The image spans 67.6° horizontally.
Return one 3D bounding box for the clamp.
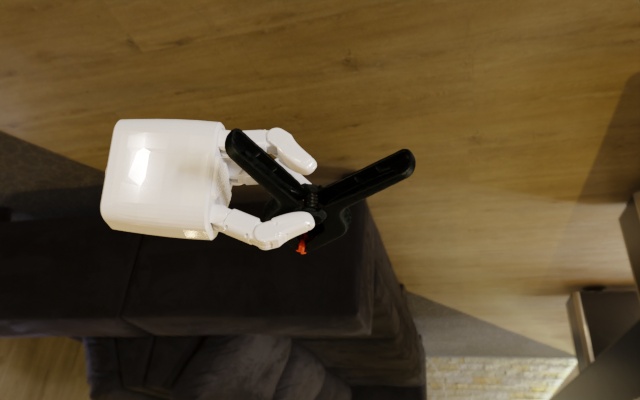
[{"bbox_3d":[0.000,0.003,0.484,0.164,0.036,0.210,4,-30,2],"label":"clamp"}]
